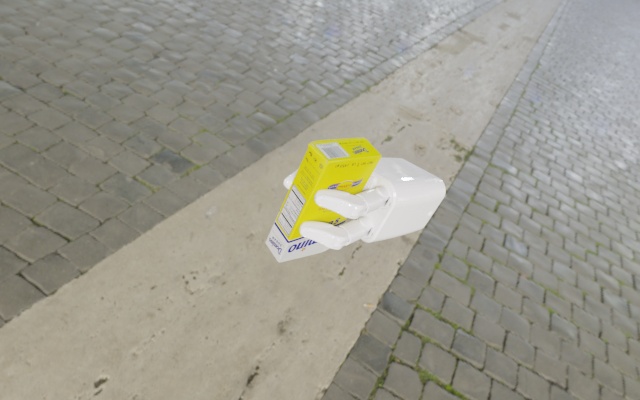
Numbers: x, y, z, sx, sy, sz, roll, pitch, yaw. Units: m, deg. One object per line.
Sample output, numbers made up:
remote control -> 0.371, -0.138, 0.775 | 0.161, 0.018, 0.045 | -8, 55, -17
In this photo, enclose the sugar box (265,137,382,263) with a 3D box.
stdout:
sugar box -> 0.001, 0.002, 0.616 | 0.093, 0.176, 0.048 | -10, 47, -38
